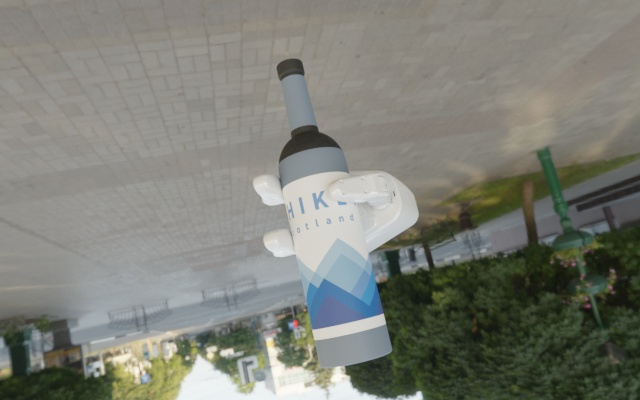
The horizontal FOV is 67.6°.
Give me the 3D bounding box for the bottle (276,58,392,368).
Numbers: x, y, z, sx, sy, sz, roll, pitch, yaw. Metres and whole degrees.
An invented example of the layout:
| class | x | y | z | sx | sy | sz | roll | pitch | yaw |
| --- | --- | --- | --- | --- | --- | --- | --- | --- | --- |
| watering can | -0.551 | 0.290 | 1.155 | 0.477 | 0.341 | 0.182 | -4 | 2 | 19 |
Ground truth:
| class | x | y | z | sx | sy | sz | roll | pitch | yaw |
| --- | --- | --- | --- | --- | --- | --- | --- | --- | --- |
| bottle | 0.000 | 0.002 | 0.458 | 0.069 | 0.295 | 0.069 | -12 | -12 | -3 |
